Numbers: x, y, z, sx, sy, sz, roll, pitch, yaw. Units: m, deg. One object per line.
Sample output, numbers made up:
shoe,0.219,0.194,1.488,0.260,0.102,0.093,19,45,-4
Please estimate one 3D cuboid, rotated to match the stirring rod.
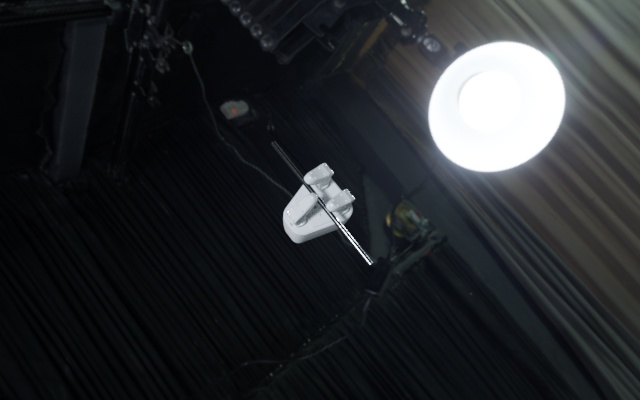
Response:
stirring rod,0.000,0.003,0.728,0.011,0.239,0.011,-38,-9,-7
